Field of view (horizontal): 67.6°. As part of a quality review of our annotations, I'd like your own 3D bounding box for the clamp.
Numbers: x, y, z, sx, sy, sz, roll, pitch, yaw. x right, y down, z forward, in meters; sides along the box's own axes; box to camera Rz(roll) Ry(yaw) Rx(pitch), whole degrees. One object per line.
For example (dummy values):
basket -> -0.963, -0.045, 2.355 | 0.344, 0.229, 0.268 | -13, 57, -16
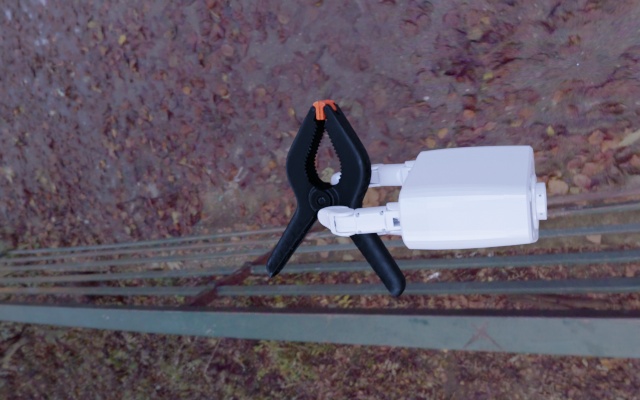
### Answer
clamp -> 0.000, 0.001, 0.511 | 0.164, 0.210, 0.036 | -4, 12, 26
